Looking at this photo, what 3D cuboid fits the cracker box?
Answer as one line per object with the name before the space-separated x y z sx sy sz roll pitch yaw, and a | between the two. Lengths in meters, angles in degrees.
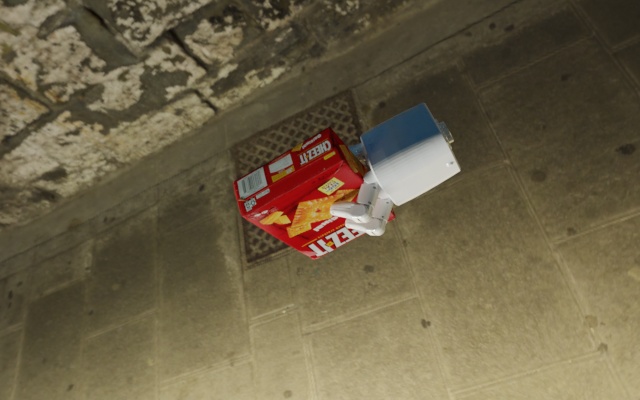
cracker box | 0.000 0.002 0.720 0.164 0.072 0.214 -28 -33 15
